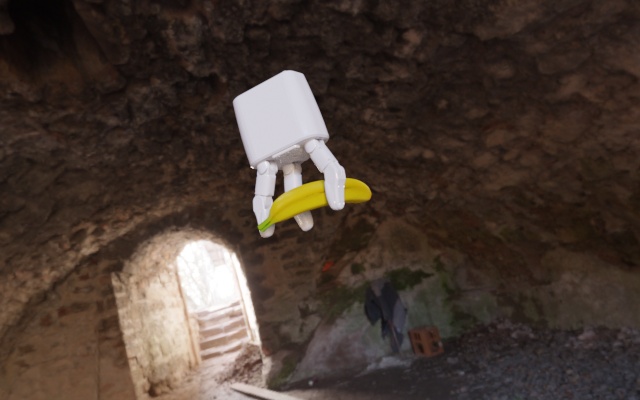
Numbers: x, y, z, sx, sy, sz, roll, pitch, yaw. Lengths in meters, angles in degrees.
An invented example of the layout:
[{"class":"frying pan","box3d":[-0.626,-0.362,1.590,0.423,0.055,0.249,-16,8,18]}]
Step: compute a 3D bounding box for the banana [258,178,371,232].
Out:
[{"class":"banana","box3d":[0.005,-0.005,0.681,0.198,0.037,0.070,-14,-18,-31]}]
